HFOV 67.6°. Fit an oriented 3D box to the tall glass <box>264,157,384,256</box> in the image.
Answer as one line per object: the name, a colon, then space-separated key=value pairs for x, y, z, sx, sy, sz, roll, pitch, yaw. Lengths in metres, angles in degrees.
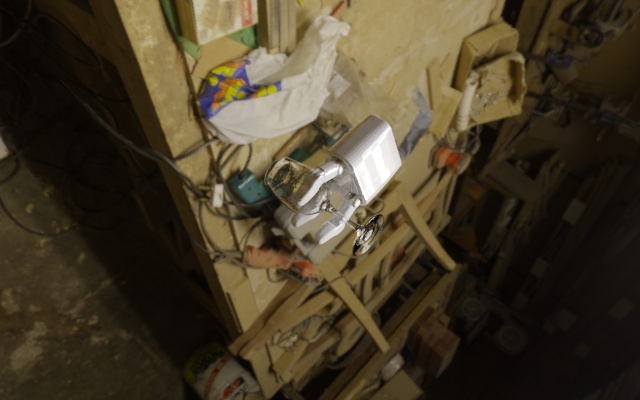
tall glass: x=0.001 y=0.003 z=0.762 sx=0.201 sy=0.079 sz=0.079 roll=34 pitch=17 yaw=27
